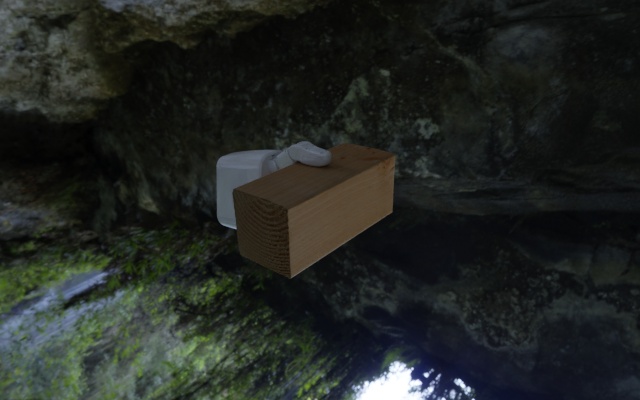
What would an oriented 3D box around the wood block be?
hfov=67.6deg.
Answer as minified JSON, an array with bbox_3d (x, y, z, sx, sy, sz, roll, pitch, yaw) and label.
[{"bbox_3d":[0.000,0.002,0.604,0.090,0.091,0.206,18,32,37],"label":"wood block"}]
